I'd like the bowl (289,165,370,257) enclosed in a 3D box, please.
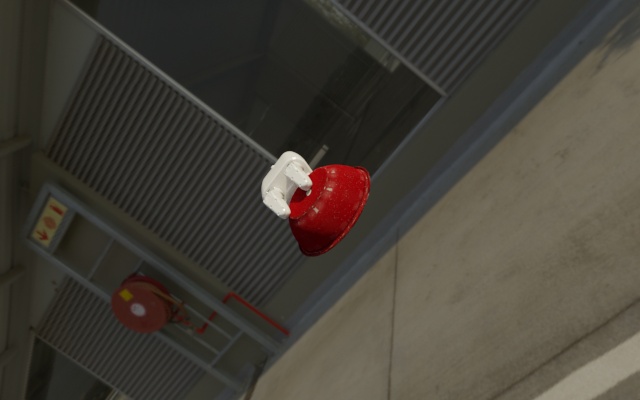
[{"bbox_3d":[0.000,0.002,0.723,0.055,0.162,0.162,35,-17,-25],"label":"bowl"}]
